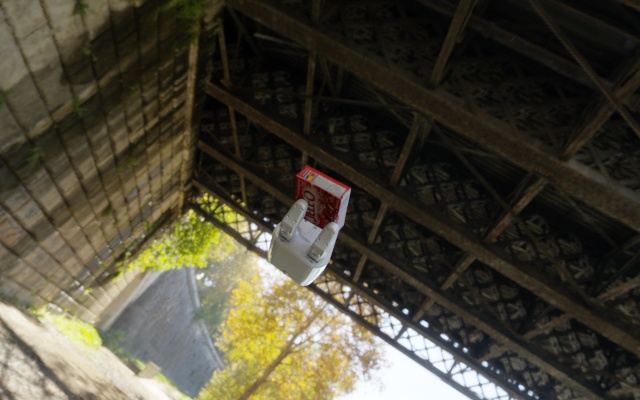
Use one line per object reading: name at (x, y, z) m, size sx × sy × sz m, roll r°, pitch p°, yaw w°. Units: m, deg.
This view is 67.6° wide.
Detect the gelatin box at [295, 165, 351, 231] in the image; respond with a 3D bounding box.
gelatin box at (0.000, 0.002, 0.675) m, size 0.073 × 0.030 × 0.089 m, roll 29°, pitch -36°, yaw 17°
